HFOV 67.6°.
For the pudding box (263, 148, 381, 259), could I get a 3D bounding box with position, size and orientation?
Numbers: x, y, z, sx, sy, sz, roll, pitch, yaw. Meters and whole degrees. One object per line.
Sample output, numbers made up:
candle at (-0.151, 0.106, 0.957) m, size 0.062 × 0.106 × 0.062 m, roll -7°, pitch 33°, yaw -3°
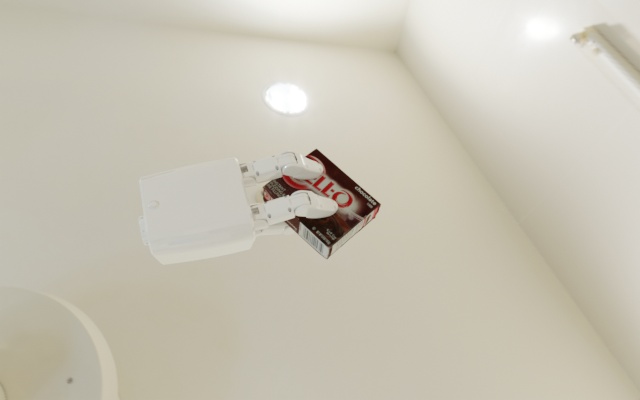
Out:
pudding box at (0.000, 0.002, 0.572) m, size 0.090 × 0.113 × 0.039 m, roll -39°, pitch -18°, yaw -26°
